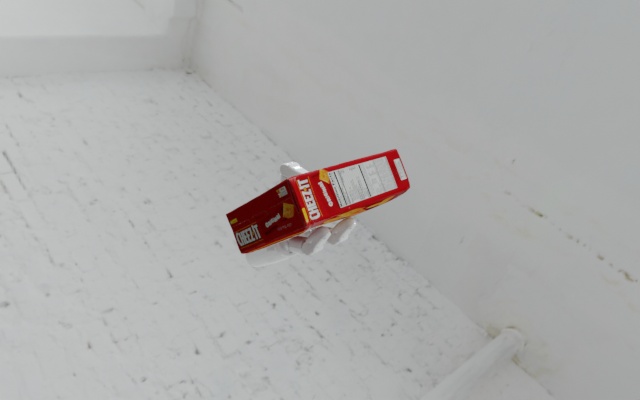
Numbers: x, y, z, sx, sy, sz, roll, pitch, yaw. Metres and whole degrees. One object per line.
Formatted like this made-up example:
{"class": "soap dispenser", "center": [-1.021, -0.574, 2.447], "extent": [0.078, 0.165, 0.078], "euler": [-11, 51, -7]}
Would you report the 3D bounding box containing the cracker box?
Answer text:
{"class": "cracker box", "center": [0.000, 0.002, 0.684], "extent": [0.213, 0.072, 0.164], "euler": [-19, -5, -41]}
